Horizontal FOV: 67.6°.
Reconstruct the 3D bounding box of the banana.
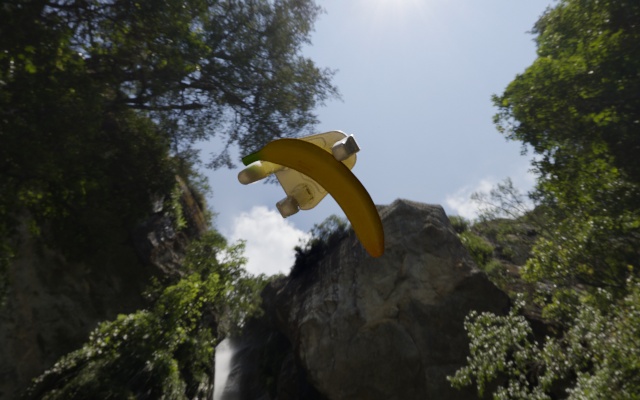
[{"bbox_3d":[0.008,-0.015,0.556,0.198,0.069,0.037,36,8,-3],"label":"banana"}]
